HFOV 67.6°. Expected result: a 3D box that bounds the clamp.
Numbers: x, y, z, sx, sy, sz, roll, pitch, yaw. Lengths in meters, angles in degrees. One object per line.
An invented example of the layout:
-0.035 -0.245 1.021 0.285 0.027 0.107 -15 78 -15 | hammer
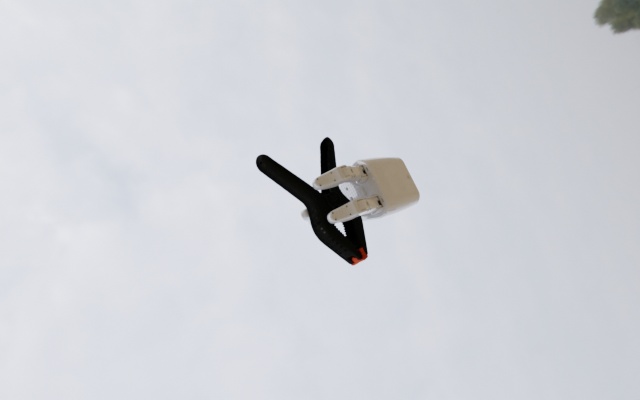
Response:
0.000 0.003 0.713 0.164 0.210 0.036 -14 -16 -45 | clamp
